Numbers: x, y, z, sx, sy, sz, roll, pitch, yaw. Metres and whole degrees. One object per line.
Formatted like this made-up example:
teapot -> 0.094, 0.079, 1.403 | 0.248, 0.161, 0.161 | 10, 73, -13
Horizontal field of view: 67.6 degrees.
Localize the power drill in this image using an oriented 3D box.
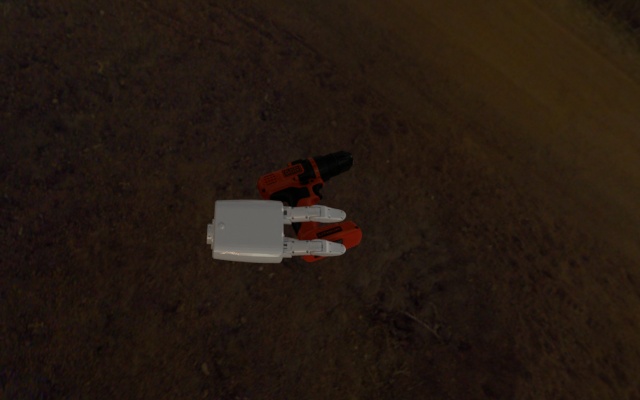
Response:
power drill -> 0.000, 0.003, 0.833 | 0.184, 0.187, 0.057 | -21, -35, -9
